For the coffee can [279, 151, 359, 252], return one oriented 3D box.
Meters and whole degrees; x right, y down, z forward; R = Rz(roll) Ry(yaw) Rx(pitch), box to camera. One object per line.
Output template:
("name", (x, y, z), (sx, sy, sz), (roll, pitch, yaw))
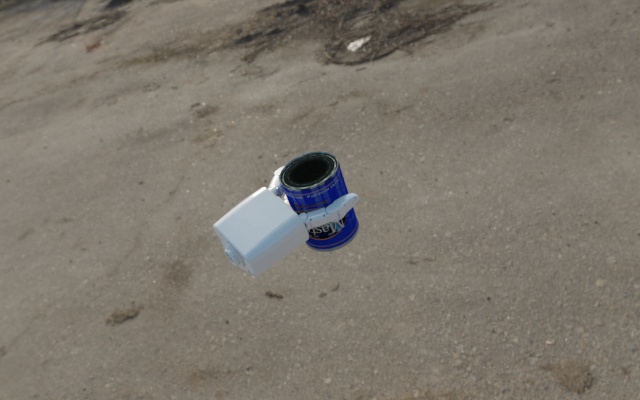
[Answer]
("coffee can", (0.000, 0.003, 0.813), (0.103, 0.140, 0.102), (-13, 37, 10))
